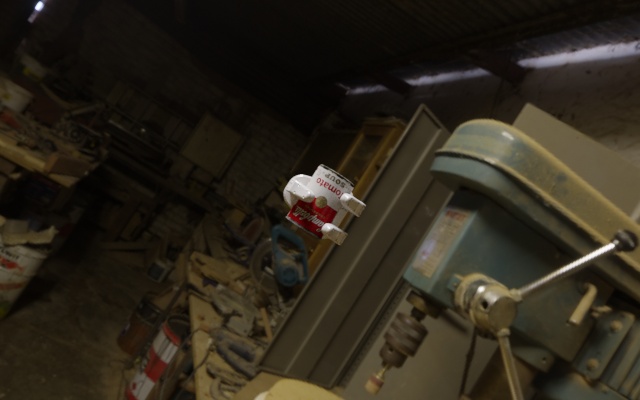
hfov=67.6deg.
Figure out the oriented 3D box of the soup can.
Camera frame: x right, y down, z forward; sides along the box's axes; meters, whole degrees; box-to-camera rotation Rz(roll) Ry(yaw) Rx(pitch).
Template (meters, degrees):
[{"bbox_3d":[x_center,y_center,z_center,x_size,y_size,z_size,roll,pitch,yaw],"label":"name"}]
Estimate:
[{"bbox_3d":[0.000,0.002,0.763,0.068,0.102,0.068,33,-1,1],"label":"soup can"}]
